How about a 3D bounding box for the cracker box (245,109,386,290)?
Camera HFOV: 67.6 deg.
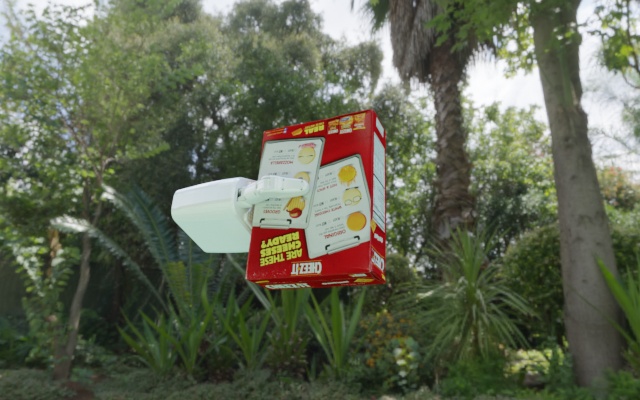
[{"bbox_3d":[0.000,0.002,0.618,0.164,0.213,0.072,-8,-25,24],"label":"cracker box"}]
